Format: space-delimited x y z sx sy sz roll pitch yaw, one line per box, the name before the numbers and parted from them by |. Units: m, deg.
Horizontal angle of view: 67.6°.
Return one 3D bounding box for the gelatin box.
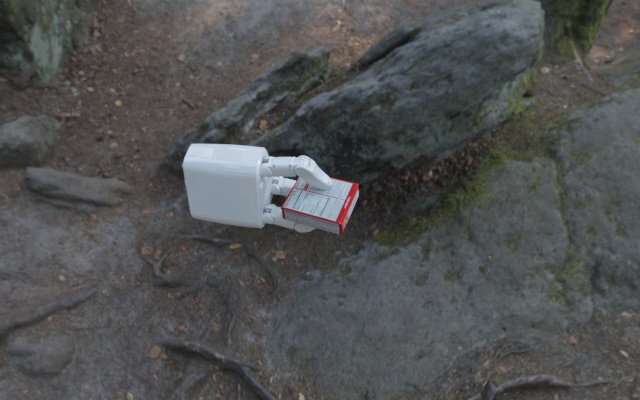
gelatin box | 0.000 0.002 0.660 0.089 0.073 0.030 14 -37 17
